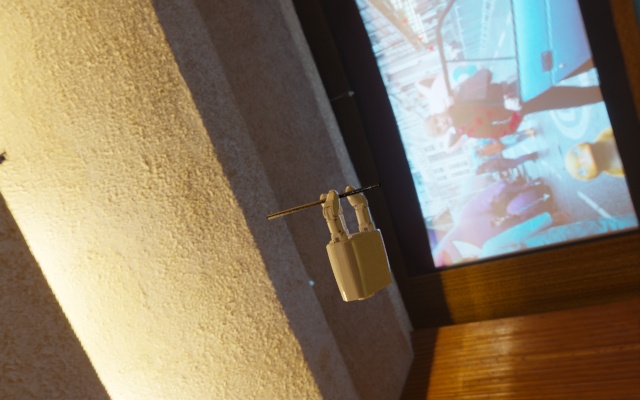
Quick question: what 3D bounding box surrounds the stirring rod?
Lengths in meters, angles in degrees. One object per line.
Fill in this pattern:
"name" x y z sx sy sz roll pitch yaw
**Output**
"stirring rod" 0.000 0.003 0.891 0.239 0.011 0.011 -16 -7 26
